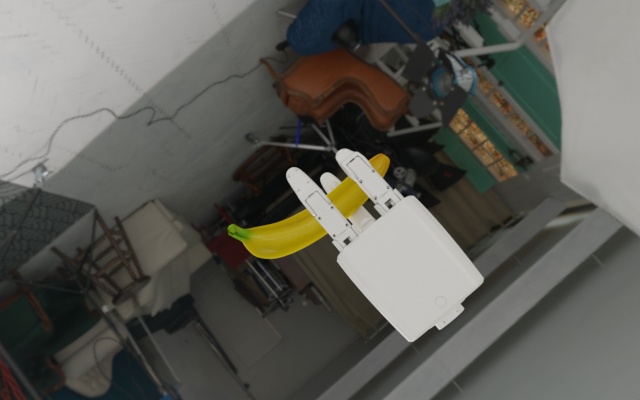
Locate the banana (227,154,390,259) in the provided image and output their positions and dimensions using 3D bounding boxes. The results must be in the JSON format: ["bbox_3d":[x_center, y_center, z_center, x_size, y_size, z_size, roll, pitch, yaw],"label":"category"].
[{"bbox_3d":[-0.004,0.014,0.522,0.198,0.037,0.070,-28,-29,-21],"label":"banana"}]
